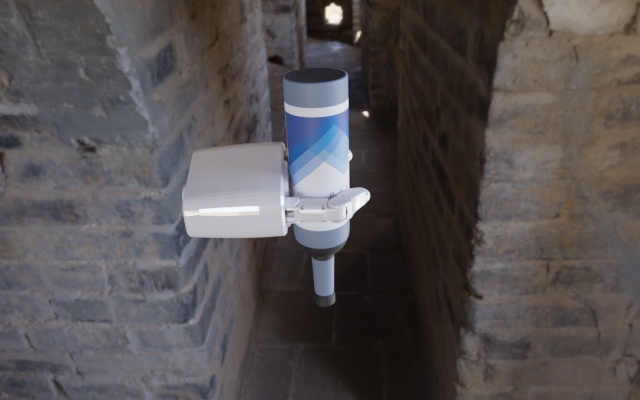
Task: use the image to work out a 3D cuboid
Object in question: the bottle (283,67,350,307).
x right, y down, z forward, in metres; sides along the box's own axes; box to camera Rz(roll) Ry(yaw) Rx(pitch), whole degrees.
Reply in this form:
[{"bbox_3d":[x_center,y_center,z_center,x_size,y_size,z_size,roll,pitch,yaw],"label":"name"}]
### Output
[{"bbox_3d":[0.000,0.002,0.554,0.069,0.296,0.069,-2,29,1],"label":"bottle"}]
